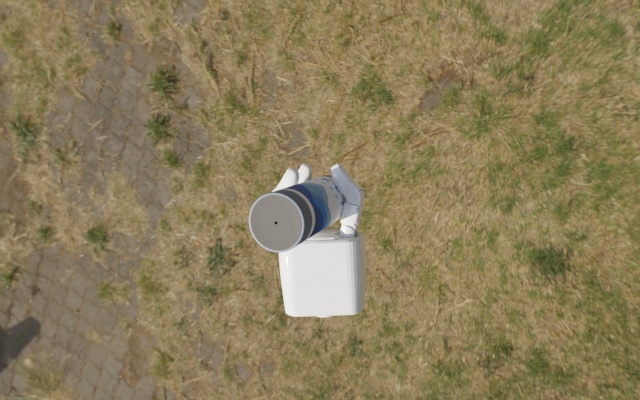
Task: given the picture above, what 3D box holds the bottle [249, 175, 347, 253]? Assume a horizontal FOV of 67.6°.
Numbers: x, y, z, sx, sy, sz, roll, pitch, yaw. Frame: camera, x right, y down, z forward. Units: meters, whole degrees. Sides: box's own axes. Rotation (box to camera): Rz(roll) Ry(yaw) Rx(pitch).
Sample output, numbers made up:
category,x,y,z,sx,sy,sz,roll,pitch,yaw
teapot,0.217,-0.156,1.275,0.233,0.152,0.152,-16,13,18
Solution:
category,x,y,z,sx,sy,sz,roll,pitch,yaw
bottle,0.000,0.002,0.652,0.069,0.069,0.295,0,9,19
